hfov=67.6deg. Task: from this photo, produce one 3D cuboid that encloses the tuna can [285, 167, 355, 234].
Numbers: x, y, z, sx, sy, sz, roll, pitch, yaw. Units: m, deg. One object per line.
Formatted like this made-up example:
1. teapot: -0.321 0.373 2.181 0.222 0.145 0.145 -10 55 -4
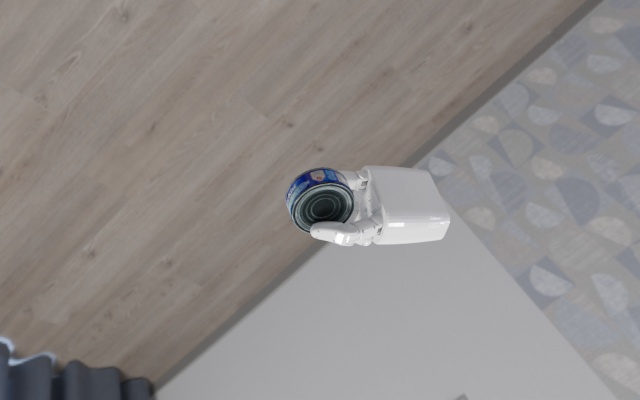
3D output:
1. tuna can: 0.000 0.002 0.613 0.086 0.086 0.033 0 38 -19
